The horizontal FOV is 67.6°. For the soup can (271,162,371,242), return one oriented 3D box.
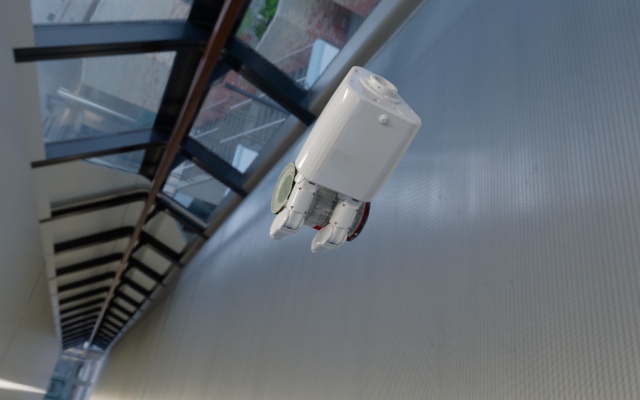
[{"bbox_3d":[0.000,0.002,0.575,0.102,0.068,0.068,21,-8,-20],"label":"soup can"}]
